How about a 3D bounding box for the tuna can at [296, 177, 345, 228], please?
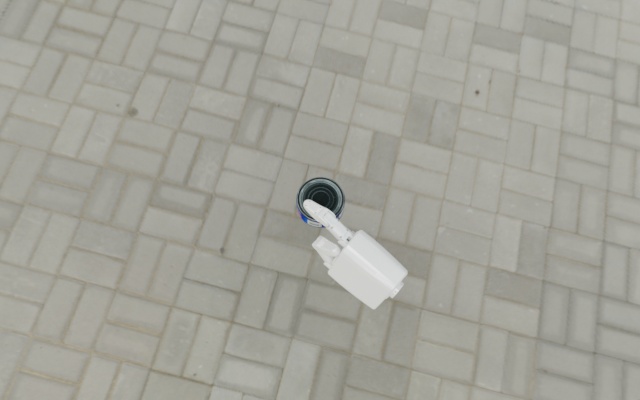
[{"bbox_3d":[0.000,0.002,0.834,0.086,0.086,0.034,0,-20,-1],"label":"tuna can"}]
